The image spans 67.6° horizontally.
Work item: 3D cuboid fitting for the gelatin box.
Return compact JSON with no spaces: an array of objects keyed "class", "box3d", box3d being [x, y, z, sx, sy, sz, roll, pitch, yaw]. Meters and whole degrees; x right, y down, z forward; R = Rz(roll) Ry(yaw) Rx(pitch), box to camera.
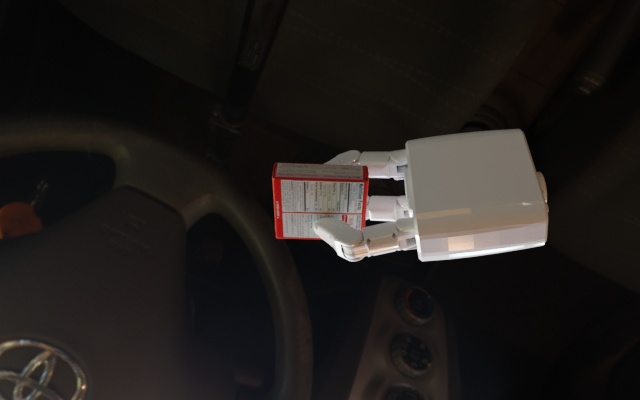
[{"class":"gelatin box","box3d":[0.000,0.002,0.460,0.089,0.073,0.030,1,37,1]}]
